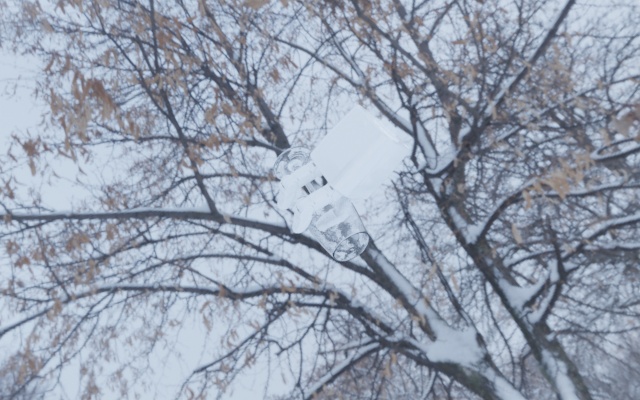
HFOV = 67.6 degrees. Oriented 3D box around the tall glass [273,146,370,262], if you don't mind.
[{"bbox_3d":[0.000,0.002,0.750,0.079,0.079,0.201,0,42,-38],"label":"tall glass"}]
